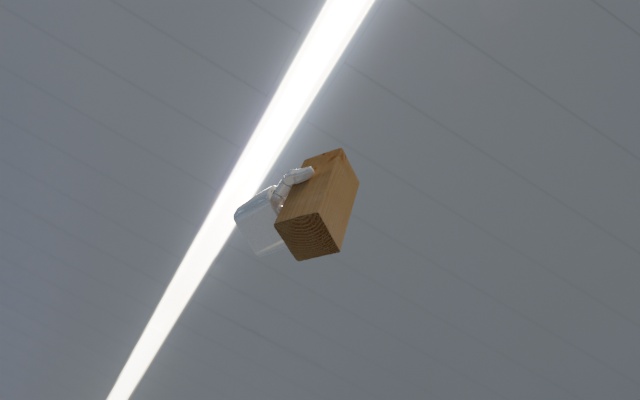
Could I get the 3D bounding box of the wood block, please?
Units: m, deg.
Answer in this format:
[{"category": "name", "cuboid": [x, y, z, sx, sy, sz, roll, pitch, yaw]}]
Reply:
[{"category": "wood block", "cuboid": [0.000, 0.003, 0.878, 0.090, 0.091, 0.206, -16, 31, 26]}]
